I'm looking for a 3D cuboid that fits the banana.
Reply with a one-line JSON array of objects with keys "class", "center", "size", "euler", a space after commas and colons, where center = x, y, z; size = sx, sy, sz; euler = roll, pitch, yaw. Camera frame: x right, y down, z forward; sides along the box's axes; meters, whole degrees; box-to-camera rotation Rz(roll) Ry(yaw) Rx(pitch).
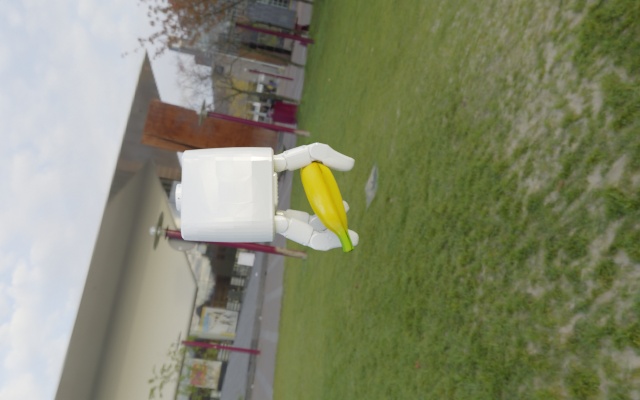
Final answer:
[{"class": "banana", "center": [-0.002, -0.013, 0.586], "size": [0.037, 0.070, 0.197], "euler": [-11, 28, -5]}]
